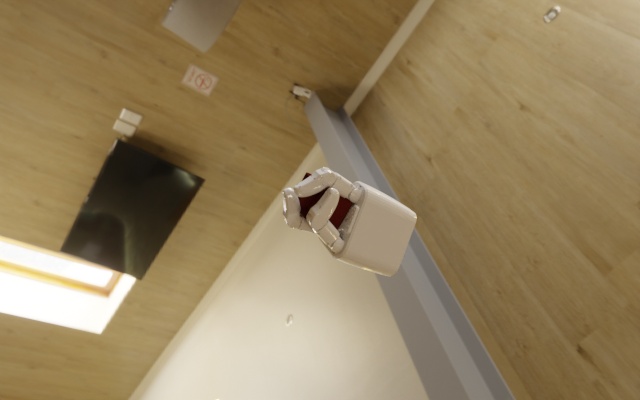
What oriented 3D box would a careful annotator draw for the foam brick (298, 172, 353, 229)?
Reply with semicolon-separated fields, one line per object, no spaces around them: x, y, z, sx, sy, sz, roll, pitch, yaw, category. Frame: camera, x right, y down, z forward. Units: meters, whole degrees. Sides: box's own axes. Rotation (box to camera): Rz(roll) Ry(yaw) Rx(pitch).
0.000;0.002;0.698;0.051;0.053;0.078;24;12;-29;foam brick
